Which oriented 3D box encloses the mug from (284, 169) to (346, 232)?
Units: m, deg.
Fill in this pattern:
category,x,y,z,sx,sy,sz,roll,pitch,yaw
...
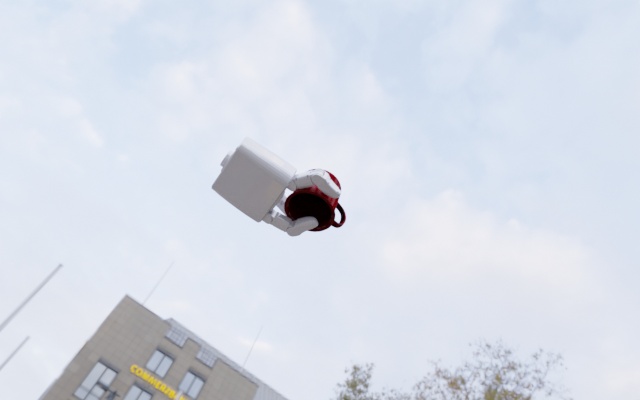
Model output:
category,x,y,z,sx,sy,sz,roll,pitch,yaw
mug,0.001,0.003,0.865,0.117,0.081,0.093,36,-50,-12
